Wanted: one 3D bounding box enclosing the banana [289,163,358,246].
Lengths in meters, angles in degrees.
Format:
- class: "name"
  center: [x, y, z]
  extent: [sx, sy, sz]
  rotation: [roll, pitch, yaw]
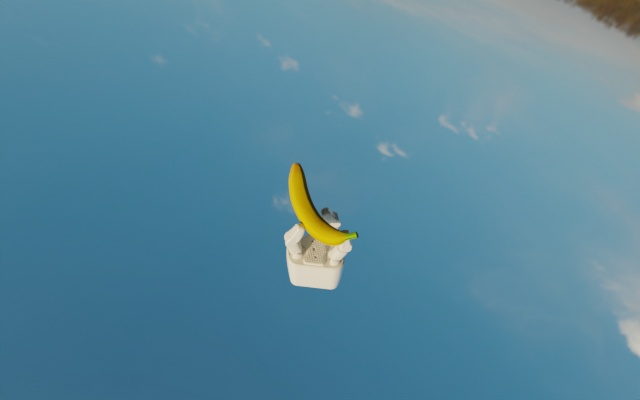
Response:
- class: "banana"
  center: [-0.012, 0.017, 0.883]
  extent: [0.069, 0.197, 0.037]
  rotation: [-40, -24, 0]
